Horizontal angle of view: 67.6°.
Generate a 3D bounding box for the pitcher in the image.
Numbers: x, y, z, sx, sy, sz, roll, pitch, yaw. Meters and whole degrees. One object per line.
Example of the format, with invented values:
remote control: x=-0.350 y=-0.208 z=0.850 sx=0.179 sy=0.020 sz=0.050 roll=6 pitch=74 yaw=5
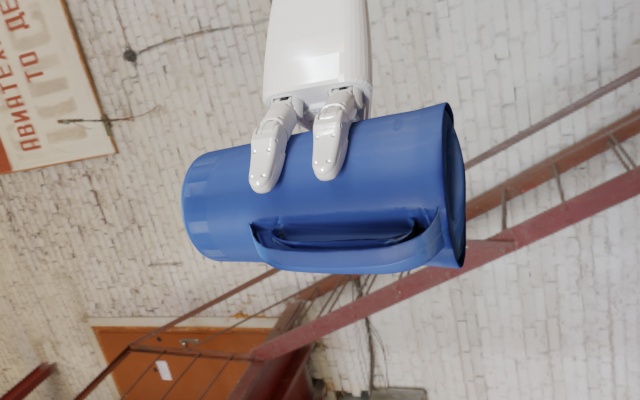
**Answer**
pitcher: x=0.000 y=0.001 z=0.417 sx=0.243 sy=0.145 sz=0.149 roll=-5 pitch=-17 yaw=22
